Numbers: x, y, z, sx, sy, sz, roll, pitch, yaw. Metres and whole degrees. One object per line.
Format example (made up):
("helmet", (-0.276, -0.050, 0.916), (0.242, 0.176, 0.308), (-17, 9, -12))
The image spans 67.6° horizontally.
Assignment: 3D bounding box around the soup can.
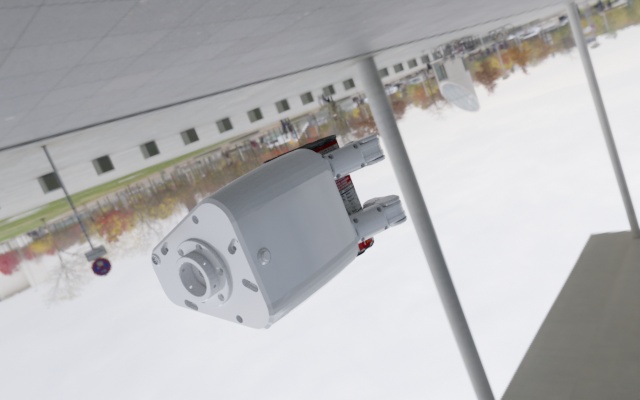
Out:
("soup can", (0.000, 0.002, 0.422), (0.068, 0.102, 0.068), (-21, 9, 3))
